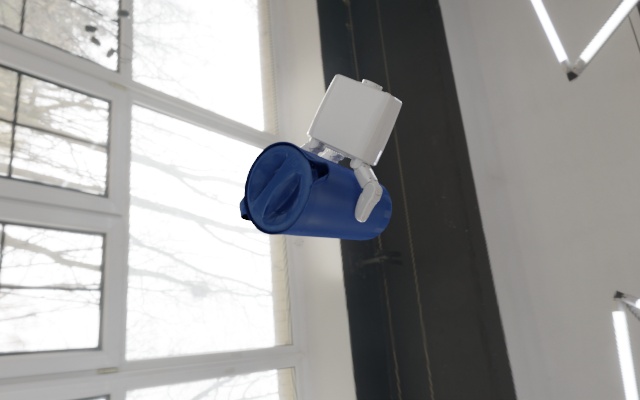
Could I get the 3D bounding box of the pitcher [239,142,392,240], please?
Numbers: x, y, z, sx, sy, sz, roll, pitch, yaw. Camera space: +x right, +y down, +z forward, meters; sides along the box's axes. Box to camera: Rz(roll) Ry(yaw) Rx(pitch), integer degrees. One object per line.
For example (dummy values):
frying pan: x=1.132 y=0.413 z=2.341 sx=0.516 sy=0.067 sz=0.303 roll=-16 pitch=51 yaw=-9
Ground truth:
pitcher: x=0.000 y=0.002 z=0.762 sx=0.149 sy=0.145 sz=0.243 roll=31 pitch=10 yaw=39
